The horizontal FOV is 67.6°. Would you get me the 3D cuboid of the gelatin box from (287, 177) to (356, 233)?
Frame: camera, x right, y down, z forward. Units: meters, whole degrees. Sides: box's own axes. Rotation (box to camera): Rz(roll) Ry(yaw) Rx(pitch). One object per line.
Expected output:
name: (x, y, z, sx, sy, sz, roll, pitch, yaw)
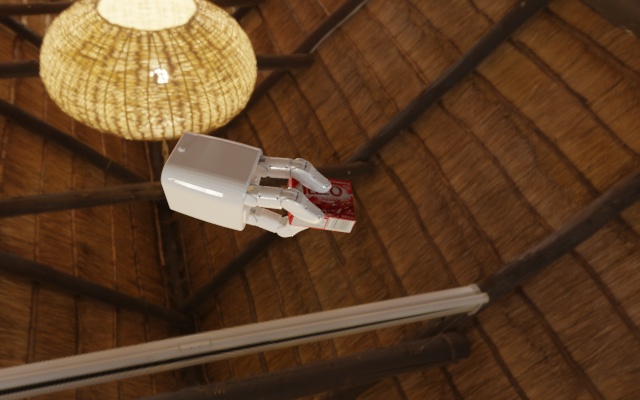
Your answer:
gelatin box: (0.000, 0.002, 0.651, 0.089, 0.073, 0.030, 8, -43, -14)
